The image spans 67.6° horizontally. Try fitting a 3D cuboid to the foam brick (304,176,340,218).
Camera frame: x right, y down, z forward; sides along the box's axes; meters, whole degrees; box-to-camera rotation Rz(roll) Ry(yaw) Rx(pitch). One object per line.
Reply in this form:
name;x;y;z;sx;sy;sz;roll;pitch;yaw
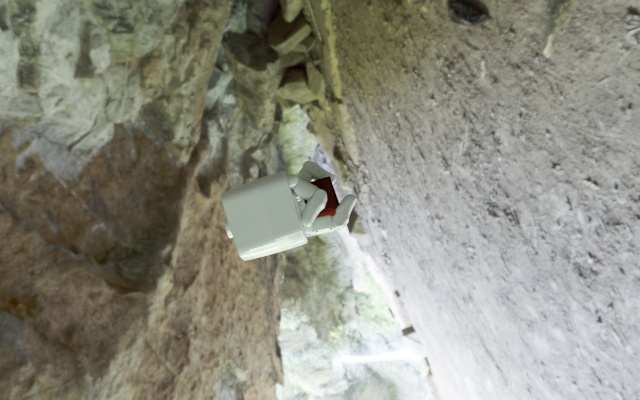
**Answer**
foam brick;0.000;0.003;0.780;0.051;0.053;0.078;-18;-19;-3
